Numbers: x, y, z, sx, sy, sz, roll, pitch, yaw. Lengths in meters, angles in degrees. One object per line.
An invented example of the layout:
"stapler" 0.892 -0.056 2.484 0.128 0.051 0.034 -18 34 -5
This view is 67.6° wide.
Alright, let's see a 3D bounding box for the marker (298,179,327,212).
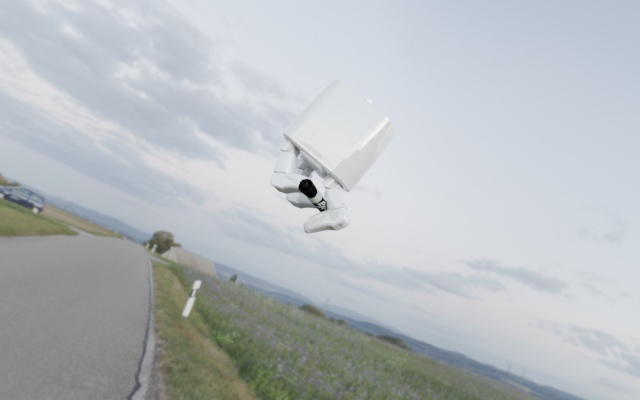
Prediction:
"marker" 0.000 0.002 0.613 0.020 0.020 0.121 0 -21 21
